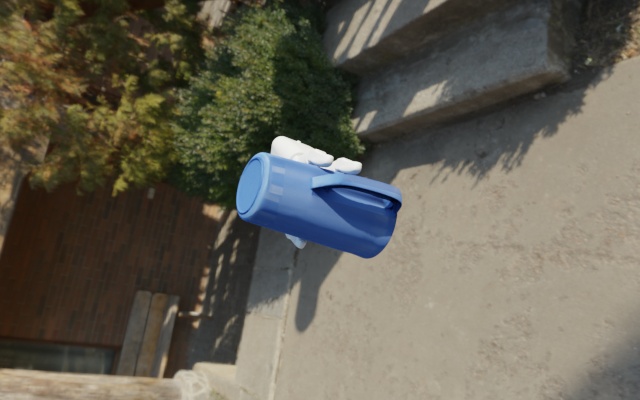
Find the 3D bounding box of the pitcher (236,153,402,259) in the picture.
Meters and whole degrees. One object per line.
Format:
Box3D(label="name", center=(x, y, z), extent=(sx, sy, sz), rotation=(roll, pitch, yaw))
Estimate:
Box3D(label="pitcher", center=(0.000, 0.002, 0.765), extent=(0.243, 0.149, 0.145), rotation=(16, 16, -29))
